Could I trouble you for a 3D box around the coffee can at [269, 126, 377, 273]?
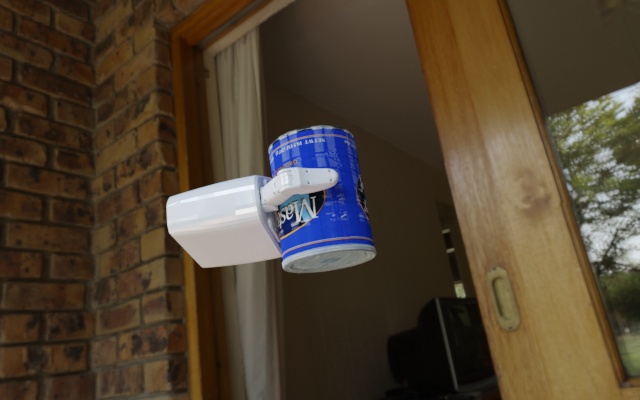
[{"bbox_3d":[0.000,0.002,0.538,0.103,0.140,0.103,-8,-18,-3],"label":"coffee can"}]
